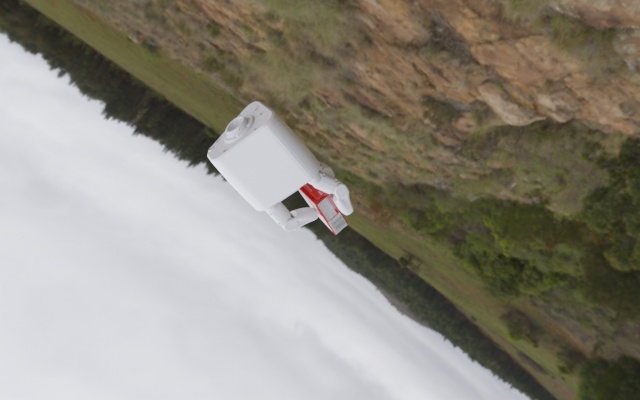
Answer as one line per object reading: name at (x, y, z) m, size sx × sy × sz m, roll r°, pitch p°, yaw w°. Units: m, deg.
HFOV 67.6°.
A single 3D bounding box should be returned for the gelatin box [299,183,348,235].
gelatin box at (0.000, 0.003, 0.746) m, size 0.073 × 0.030 × 0.089 m, roll 45°, pitch -8°, yaw 43°
